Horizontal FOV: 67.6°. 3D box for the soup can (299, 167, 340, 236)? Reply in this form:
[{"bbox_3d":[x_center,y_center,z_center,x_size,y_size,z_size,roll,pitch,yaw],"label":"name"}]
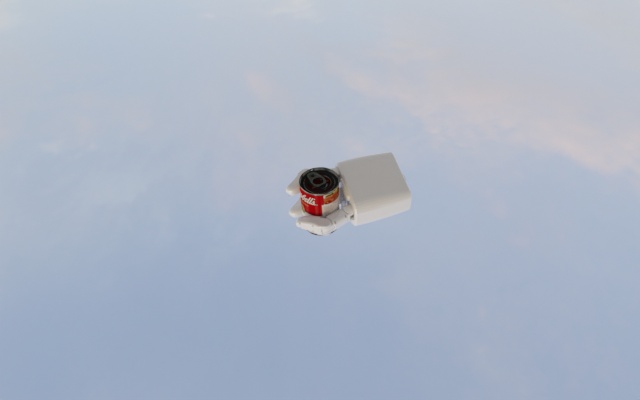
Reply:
[{"bbox_3d":[0.000,0.003,0.820,0.068,0.102,0.068,-2,45,2],"label":"soup can"}]
